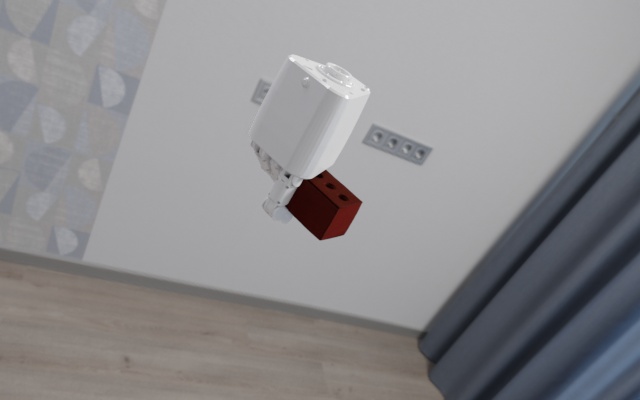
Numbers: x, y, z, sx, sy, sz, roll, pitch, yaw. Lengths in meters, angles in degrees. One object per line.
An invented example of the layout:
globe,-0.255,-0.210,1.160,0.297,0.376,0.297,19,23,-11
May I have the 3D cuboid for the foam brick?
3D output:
foam brick,0.000,0.002,0.572,0.078,0.051,0.053,42,28,23
